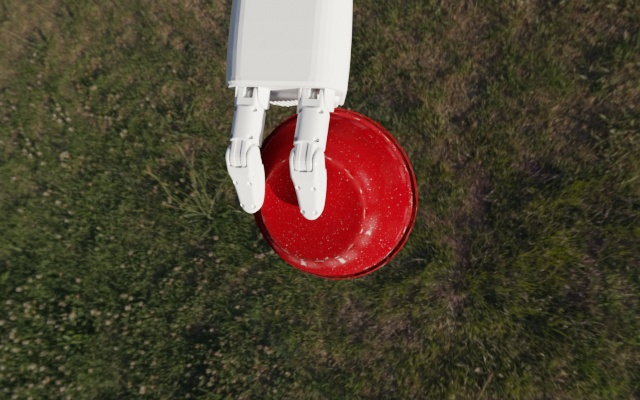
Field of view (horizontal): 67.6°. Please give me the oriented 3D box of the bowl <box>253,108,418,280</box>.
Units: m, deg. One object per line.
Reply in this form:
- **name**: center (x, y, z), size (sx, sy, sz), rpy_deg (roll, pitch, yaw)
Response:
- **bowl**: center (0.000, 0.003, 0.417), size (0.162, 0.162, 0.055), rpy_deg (0, 12, 18)
